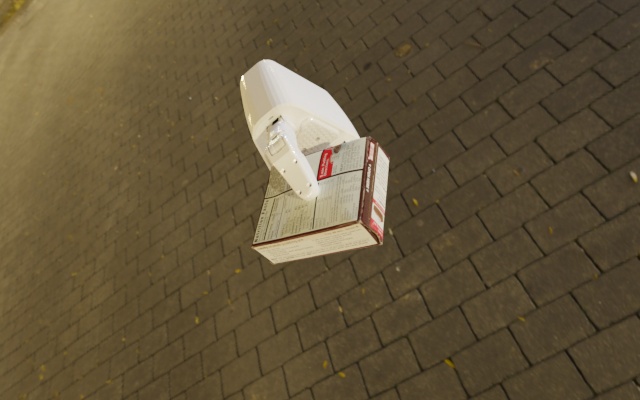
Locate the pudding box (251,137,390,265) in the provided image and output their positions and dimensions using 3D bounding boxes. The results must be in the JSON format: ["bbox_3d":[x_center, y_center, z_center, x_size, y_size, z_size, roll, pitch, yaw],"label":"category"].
[{"bbox_3d":[0.000,0.001,0.411,0.113,0.090,0.039,-16,-40,33],"label":"pudding box"}]
